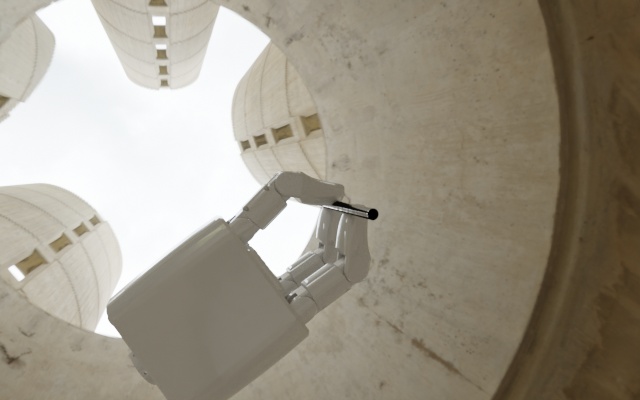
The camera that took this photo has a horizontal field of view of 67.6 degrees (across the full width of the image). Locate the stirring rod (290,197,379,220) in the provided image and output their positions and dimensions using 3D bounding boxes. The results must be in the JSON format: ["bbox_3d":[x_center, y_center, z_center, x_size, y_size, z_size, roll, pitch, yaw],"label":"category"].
[{"bbox_3d":[0.000,0.001,0.430,0.011,0.011,0.239,0,4,-17],"label":"stirring rod"}]
